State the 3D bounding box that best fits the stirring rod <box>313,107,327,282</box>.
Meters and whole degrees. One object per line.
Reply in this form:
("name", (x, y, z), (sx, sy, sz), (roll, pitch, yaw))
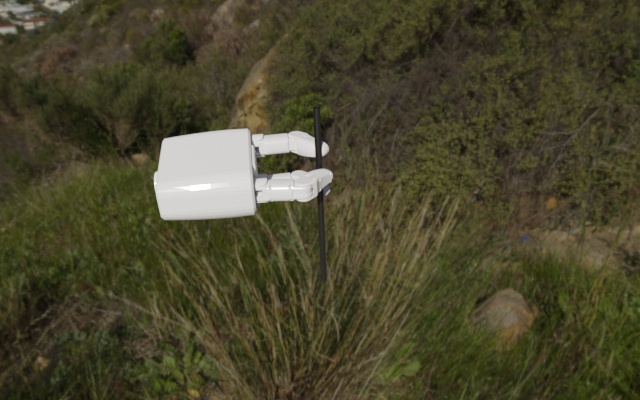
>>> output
("stirring rod", (0.000, 0.002, 0.593), (0.011, 0.240, 0.011), (-2, 28, 1))
